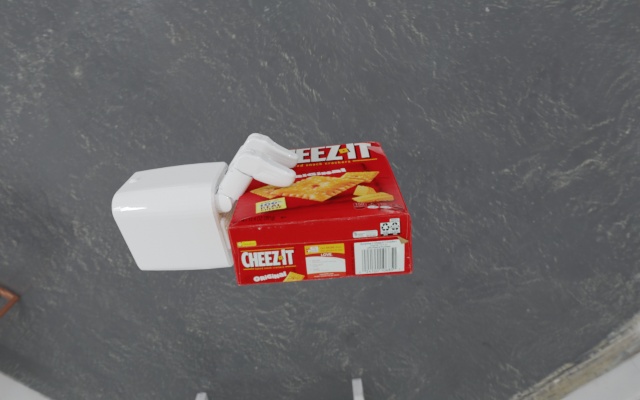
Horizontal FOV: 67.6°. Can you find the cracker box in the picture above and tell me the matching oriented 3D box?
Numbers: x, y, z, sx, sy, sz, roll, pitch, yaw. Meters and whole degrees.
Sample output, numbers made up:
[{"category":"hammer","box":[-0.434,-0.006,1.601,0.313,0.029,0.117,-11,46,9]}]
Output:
[{"category":"cracker box","box":[0.000,0.002,0.520,0.164,0.072,0.213,-4,24,2]}]
